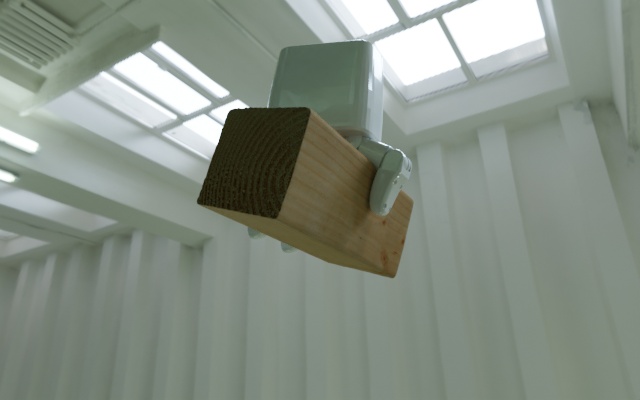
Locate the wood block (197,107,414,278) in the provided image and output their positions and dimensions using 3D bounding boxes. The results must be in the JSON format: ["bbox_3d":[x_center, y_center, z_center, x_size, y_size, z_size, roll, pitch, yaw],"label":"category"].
[{"bbox_3d":[0.000,0.001,0.449,0.091,0.090,0.206,7,-15,36],"label":"wood block"}]
